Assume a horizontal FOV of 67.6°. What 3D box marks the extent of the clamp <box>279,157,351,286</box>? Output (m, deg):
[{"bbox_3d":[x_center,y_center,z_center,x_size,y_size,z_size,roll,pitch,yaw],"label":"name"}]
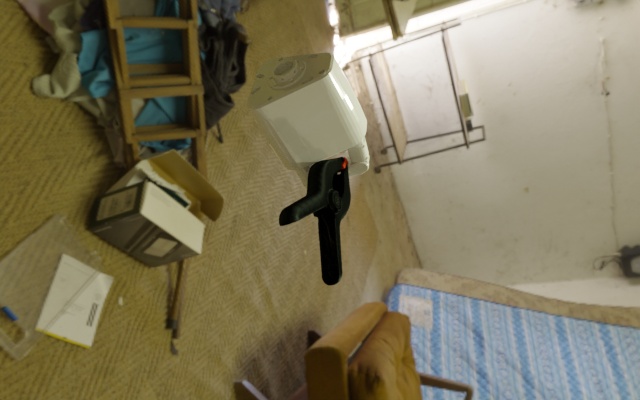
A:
[{"bbox_3d":[0.001,0.002,0.574,0.039,0.171,0.120,-10,-41,22],"label":"clamp"}]
